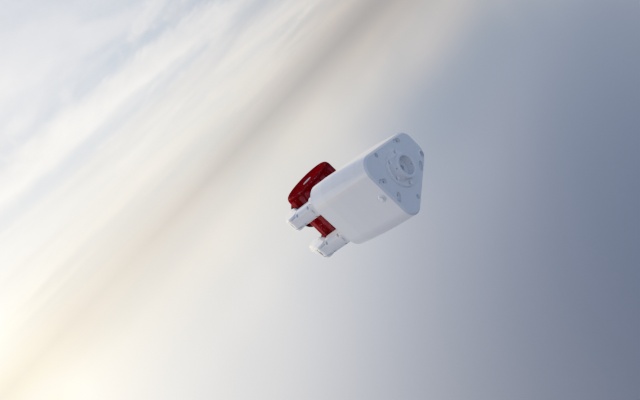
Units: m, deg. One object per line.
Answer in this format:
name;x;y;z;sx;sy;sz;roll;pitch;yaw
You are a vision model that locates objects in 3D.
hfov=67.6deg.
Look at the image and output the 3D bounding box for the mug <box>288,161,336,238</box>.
mug;-0.001;0.003;0.702;0.117;0.081;0.093;-32;18;46
